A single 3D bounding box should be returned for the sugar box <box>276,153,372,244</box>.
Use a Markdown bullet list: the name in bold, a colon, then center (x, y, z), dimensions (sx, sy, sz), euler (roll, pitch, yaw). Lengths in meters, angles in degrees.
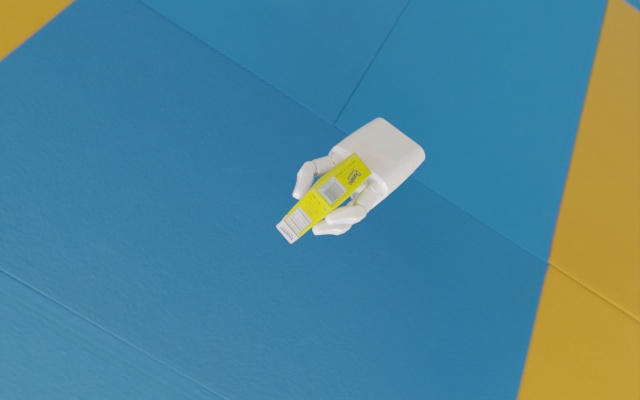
- **sugar box**: center (0.001, 0.003, 0.723), dimensions (0.093, 0.048, 0.176), euler (-39, -5, -29)
